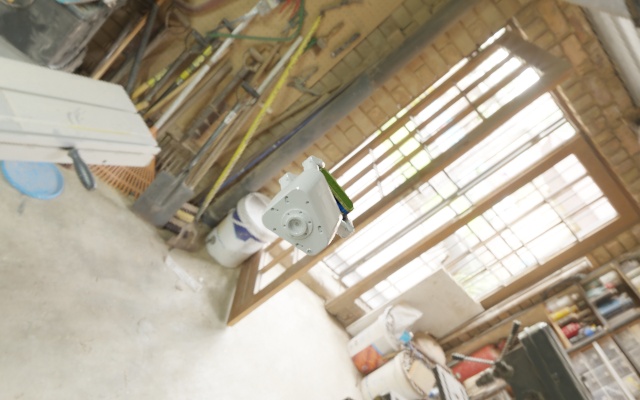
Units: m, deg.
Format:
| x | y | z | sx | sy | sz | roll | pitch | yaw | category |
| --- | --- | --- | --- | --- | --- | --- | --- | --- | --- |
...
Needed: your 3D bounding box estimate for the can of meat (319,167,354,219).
| x | y | z | sx | sy | sz | roll | pitch | yaw | category |
| --- | --- | --- | --- | --- | --- | --- | --- | --- | --- |
| 0.000 | 0.003 | 0.872 | 0.084 | 0.102 | 0.057 | -38 | 4 | 20 | can of meat |
